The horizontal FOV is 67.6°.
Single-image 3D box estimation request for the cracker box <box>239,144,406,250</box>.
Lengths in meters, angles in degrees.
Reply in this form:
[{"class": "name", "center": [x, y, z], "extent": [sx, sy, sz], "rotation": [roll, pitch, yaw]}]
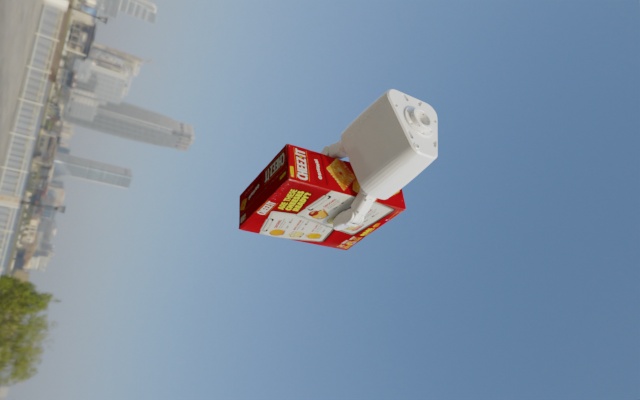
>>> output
[{"class": "cracker box", "center": [0.000, 0.003, 0.762], "extent": [0.214, 0.072, 0.164], "rotation": [14, -36, -30]}]
